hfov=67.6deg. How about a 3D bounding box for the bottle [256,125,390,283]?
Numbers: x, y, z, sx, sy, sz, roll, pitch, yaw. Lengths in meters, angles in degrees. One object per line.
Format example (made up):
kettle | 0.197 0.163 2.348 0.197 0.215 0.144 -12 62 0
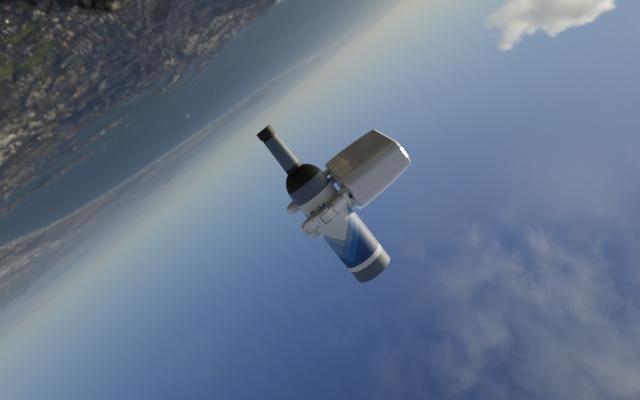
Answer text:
bottle | 0.000 0.003 0.772 0.069 0.296 0.069 -37 12 9
